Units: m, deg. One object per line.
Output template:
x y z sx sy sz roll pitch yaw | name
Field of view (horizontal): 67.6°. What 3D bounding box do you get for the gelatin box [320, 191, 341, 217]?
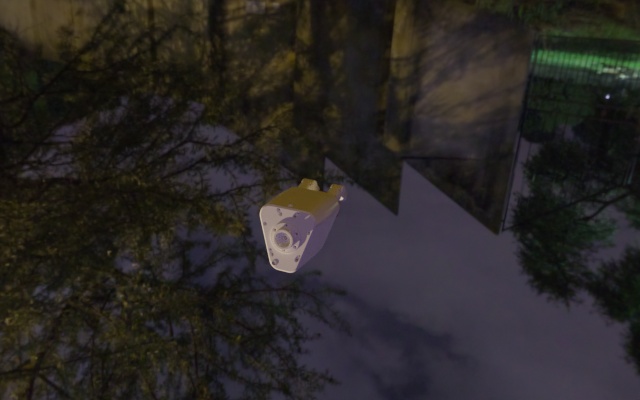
0.000 0.003 0.900 0.073 0.030 0.089 7 13 4 | gelatin box
